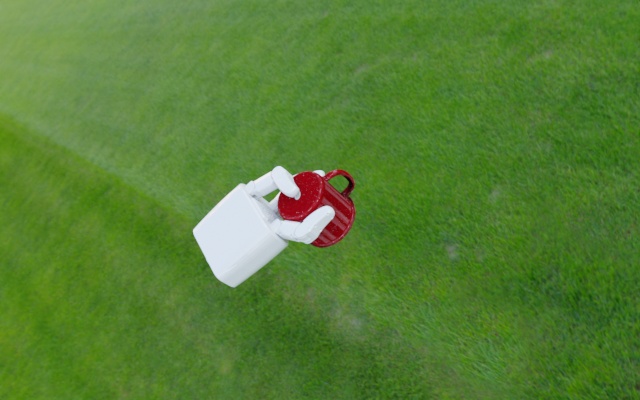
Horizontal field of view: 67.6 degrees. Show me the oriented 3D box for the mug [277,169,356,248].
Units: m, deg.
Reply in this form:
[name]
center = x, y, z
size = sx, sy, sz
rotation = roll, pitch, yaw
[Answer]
[mug]
center = 0.001, 0.001, 0.694
size = 0.081, 0.117, 0.093
rotation = 41, 9, -44
